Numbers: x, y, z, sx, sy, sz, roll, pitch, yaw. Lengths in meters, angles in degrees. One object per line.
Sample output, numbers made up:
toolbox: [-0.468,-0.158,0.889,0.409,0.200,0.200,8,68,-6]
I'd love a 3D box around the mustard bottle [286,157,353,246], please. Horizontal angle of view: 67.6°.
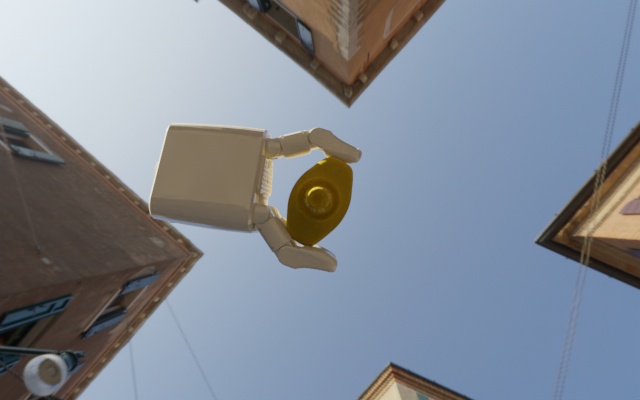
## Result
mustard bottle: [0.000,0.002,0.512,0.058,0.096,0.191,30,-1,3]
